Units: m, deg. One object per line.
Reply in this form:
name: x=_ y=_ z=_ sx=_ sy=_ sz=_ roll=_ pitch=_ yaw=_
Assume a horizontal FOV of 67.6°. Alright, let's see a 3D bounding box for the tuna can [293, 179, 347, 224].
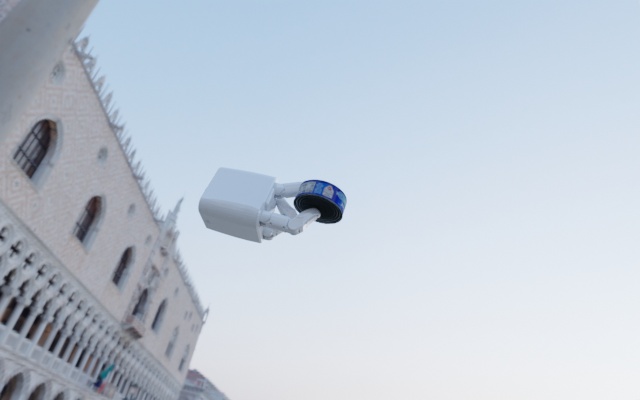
tuna can: x=0.000 y=0.002 z=0.797 sx=0.086 sy=0.033 sz=0.086 roll=15 pitch=-31 yaw=9
